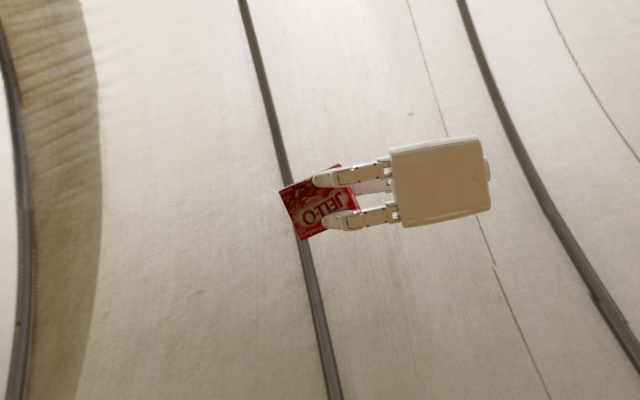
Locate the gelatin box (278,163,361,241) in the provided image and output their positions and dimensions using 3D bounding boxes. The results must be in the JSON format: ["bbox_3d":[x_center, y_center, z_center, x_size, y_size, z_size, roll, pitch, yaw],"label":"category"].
[{"bbox_3d":[0.000,0.002,0.627,0.089,0.073,0.030,-23,5,15],"label":"gelatin box"}]
